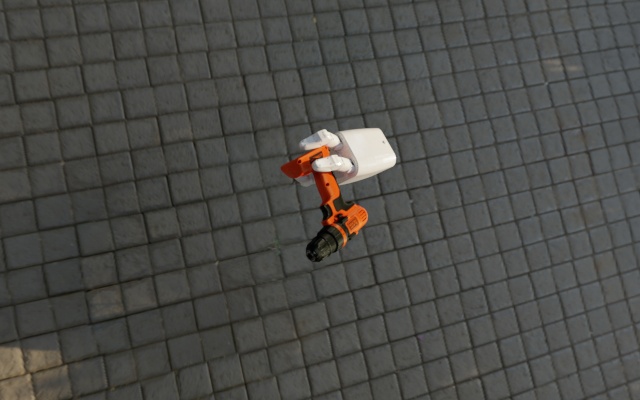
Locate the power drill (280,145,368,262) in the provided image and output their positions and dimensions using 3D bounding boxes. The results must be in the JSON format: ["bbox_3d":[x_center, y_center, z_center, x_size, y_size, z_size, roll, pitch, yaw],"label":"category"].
[{"bbox_3d":[0.000,0.002,0.893,0.057,0.188,0.184,-19,11,39],"label":"power drill"}]
